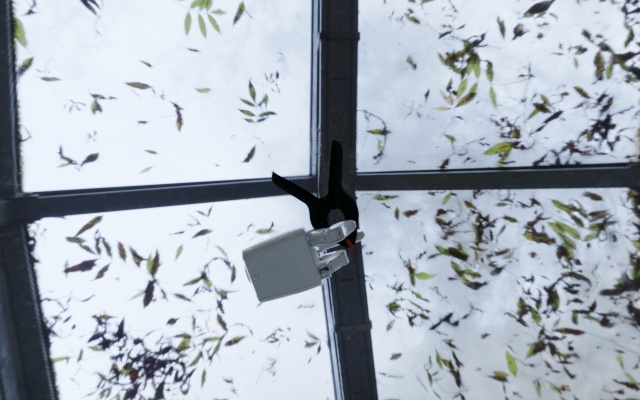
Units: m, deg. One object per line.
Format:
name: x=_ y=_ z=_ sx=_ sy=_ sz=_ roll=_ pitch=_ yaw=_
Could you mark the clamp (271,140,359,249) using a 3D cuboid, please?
clamp: x=0.000 y=0.002 z=0.754 sx=0.120 sy=0.171 sz=0.039 roll=-19 pitch=7 yaw=1
